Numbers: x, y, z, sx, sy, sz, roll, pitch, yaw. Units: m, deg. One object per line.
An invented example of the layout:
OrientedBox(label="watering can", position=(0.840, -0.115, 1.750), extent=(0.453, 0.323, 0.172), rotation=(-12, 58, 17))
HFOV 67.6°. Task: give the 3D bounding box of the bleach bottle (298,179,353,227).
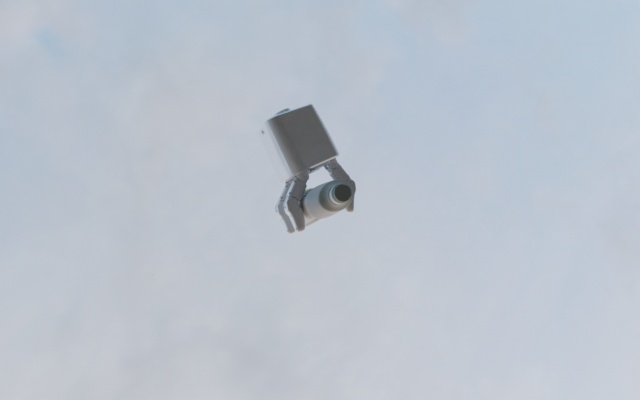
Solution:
OrientedBox(label="bleach bottle", position=(0.000, 0.003, 0.845), extent=(0.102, 0.068, 0.251), rotation=(-27, 1, -21))
